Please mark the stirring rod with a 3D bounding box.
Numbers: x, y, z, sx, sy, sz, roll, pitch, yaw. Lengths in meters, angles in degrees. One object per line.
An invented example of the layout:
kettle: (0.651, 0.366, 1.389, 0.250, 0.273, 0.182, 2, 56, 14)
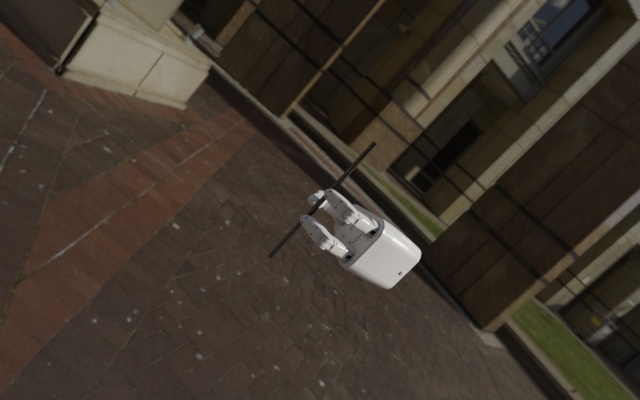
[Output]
stirring rod: (0.000, 0.002, 0.721, 0.011, 0.239, 0.011, 40, 13, -11)
